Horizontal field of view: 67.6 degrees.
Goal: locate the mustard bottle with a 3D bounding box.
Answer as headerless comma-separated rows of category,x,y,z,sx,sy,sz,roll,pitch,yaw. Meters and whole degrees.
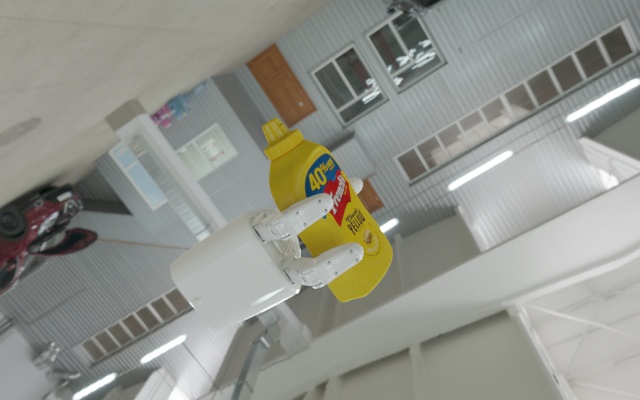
mustard bottle,0.000,0.002,0.487,0.058,0.192,0.096,-24,15,37
